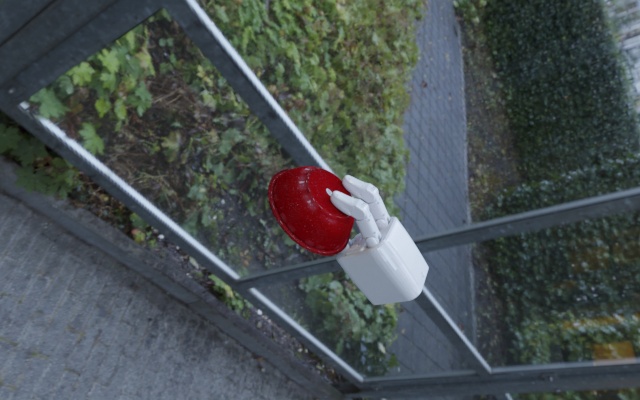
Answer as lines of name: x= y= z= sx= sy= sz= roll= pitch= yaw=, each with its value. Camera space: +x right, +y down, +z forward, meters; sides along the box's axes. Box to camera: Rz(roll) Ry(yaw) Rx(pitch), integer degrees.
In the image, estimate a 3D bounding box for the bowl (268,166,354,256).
bowl: x=-0.001 y=0.001 z=0.741 sx=0.162 sy=0.162 sz=0.055 roll=0 pitch=-33 yaw=-46
